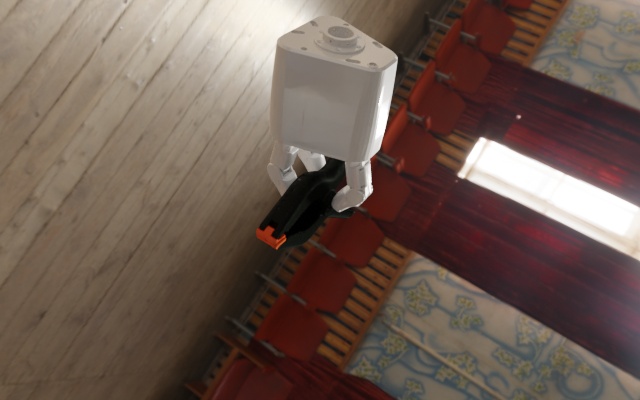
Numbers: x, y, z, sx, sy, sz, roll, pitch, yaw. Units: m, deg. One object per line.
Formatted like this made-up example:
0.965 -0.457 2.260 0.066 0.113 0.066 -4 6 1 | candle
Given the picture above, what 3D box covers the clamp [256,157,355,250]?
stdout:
0.000 0.002 0.580 0.036 0.165 0.210 28 48 22 | clamp
